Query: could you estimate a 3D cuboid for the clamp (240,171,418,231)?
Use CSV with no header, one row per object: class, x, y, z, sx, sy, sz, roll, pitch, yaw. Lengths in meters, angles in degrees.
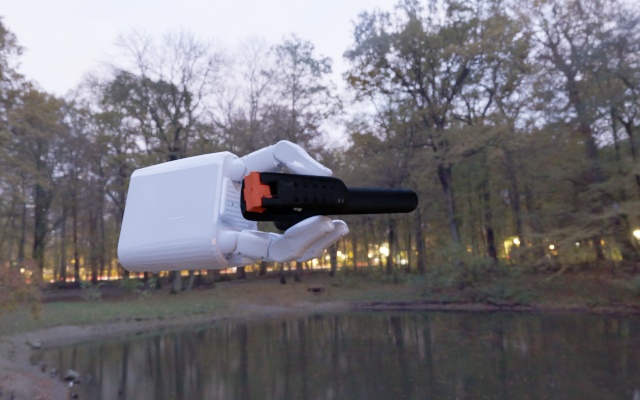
clamp,0.000,0.001,0.438,0.164,0.036,0.210,-10,-9,15
